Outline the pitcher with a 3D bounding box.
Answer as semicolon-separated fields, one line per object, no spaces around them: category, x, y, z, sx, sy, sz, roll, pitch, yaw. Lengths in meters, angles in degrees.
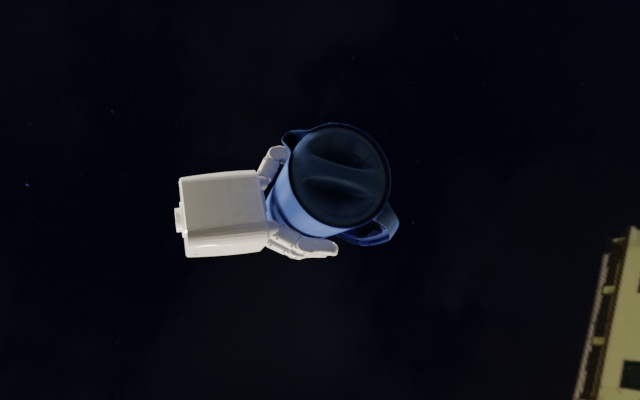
pitcher;0.000;0.002;0.682;0.145;0.149;0.243;-6;-12;-18
